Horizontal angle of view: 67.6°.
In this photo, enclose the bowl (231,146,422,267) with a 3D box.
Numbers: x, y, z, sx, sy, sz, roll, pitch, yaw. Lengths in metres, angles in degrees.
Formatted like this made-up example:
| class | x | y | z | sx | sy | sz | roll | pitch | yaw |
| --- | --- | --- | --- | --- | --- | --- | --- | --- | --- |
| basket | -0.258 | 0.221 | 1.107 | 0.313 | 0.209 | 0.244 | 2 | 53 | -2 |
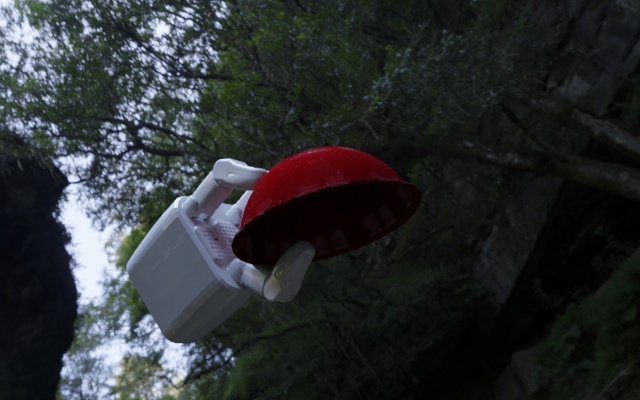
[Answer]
| class | x | y | z | sx | sy | sz | roll | pitch | yaw |
| --- | --- | --- | --- | --- | --- | --- | --- | --- | --- |
| bowl | 0.001 | 0.000 | 0.407 | 0.162 | 0.055 | 0.162 | -14 | -23 | -6 |
